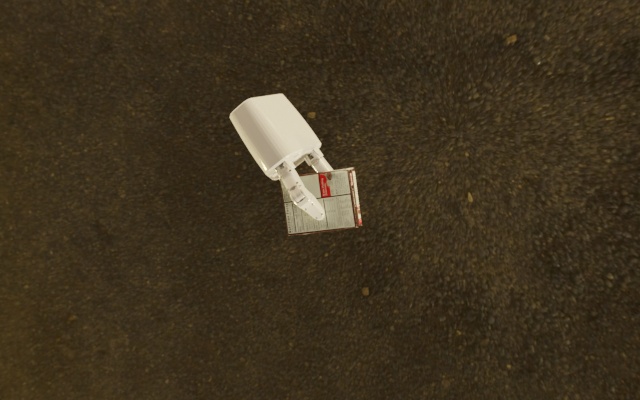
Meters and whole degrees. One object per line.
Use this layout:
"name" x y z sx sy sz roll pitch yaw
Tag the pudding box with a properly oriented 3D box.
"pudding box" 0.000 0.002 0.720 0.113 0.090 0.039 -7 3 18
